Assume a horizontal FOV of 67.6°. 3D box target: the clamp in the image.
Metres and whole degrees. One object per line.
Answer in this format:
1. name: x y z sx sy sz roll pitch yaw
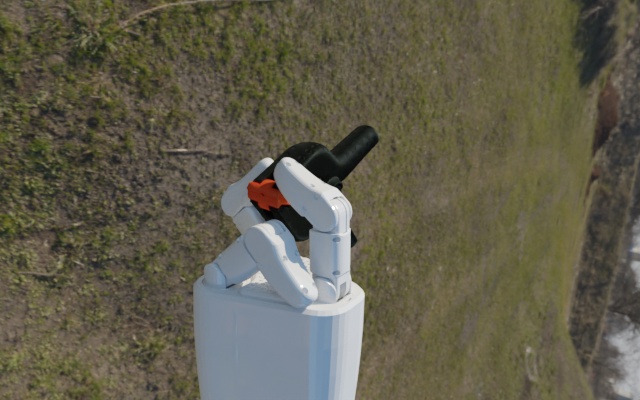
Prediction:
1. clamp: 0.001 0.001 0.401 0.039 0.120 0.171 10 17 31
